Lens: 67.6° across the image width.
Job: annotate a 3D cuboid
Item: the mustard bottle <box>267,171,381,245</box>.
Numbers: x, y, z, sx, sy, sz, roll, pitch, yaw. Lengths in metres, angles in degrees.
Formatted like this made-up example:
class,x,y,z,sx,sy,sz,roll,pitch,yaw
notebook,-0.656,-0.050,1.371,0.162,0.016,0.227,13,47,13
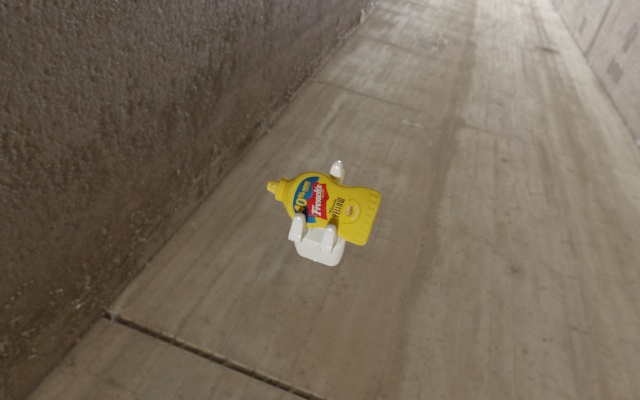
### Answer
class,x,y,z,sx,sy,sz,roll,pitch,yaw
mustard bottle,0.000,0.003,0.813,0.191,0.096,0.058,18,-1,9
